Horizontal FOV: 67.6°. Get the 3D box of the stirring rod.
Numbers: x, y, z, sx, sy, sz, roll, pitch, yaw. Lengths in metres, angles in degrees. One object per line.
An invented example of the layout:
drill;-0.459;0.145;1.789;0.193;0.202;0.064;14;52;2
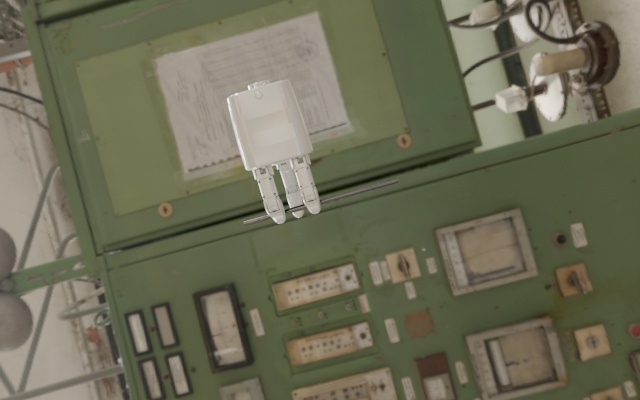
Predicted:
stirring rod;0.000;0.002;0.721;0.239;0.011;0.011;-16;-1;2
